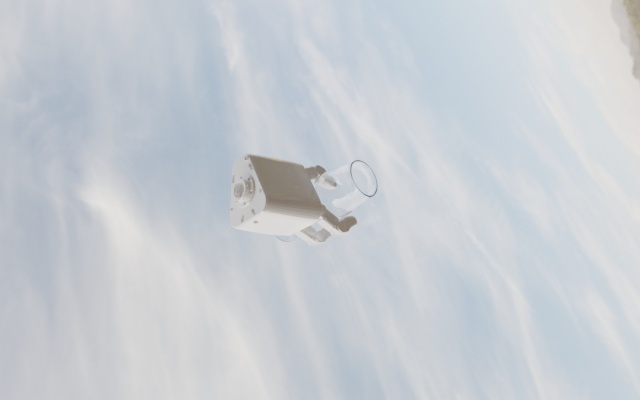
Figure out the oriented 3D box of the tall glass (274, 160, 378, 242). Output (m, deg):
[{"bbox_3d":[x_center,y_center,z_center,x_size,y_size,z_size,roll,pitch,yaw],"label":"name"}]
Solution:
[{"bbox_3d":[0.000,0.003,0.796,0.201,0.079,0.079,-29,-19,39],"label":"tall glass"}]
